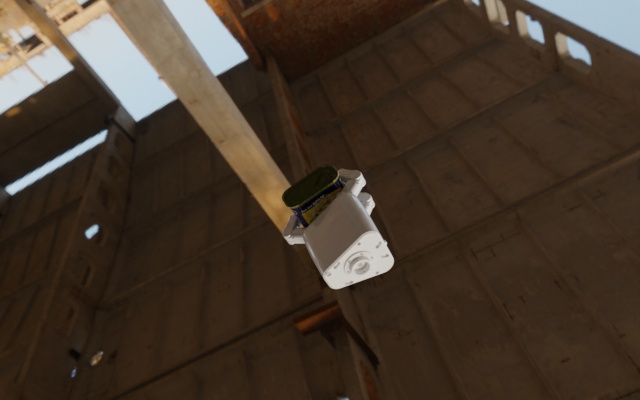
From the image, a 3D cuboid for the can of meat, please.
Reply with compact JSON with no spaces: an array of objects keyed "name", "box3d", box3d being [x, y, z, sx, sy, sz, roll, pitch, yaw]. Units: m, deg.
[{"name":"can of meat","box3d":[0.000,0.003,0.808,0.102,0.084,0.057,-34,36,-2]}]
